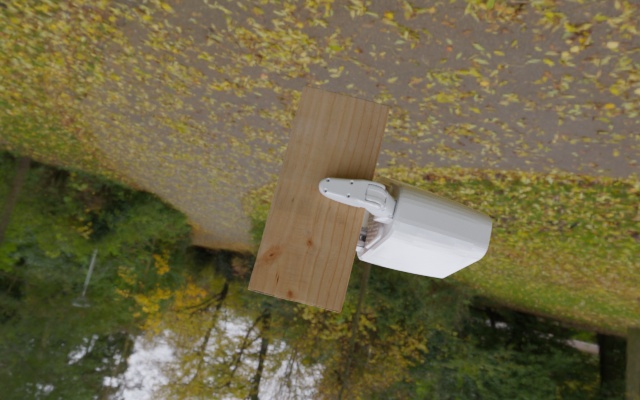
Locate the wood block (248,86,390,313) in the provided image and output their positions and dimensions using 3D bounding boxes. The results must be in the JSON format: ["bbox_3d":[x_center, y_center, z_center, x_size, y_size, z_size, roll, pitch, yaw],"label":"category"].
[{"bbox_3d":[0.000,0.002,0.495,0.090,0.206,0.091,14,-10,1],"label":"wood block"}]
